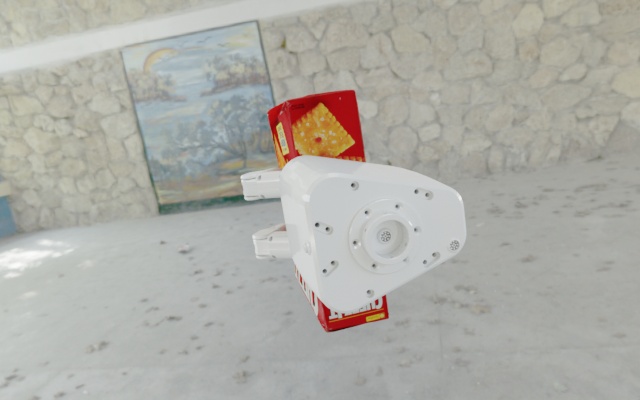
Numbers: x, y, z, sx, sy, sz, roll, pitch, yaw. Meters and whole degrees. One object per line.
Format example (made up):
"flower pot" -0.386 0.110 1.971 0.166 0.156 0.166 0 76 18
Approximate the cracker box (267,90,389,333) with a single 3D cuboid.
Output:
"cracker box" 0.000 0.001 0.496 0.072 0.214 0.164 -11 11 -10
